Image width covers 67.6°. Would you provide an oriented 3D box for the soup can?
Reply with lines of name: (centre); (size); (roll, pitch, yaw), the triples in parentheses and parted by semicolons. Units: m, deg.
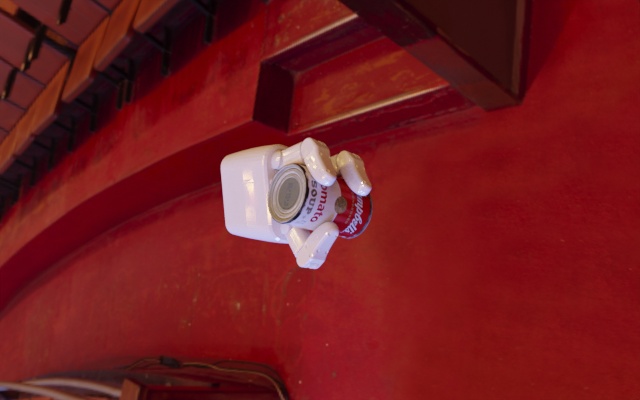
soup can: (0.000, 0.002, 0.536); (0.102, 0.068, 0.068); (15, -10, -41)
